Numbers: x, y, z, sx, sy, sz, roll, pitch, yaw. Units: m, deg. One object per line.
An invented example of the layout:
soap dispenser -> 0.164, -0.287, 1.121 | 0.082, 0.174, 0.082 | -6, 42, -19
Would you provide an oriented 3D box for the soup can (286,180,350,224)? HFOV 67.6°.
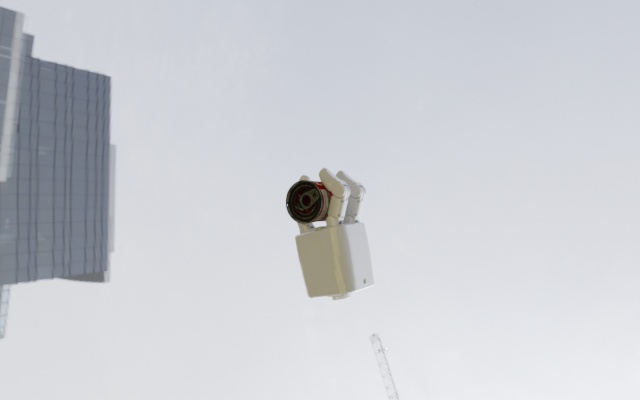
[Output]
soup can -> 0.000, 0.002, 0.781 | 0.068, 0.068, 0.102 | 0, 0, 32
